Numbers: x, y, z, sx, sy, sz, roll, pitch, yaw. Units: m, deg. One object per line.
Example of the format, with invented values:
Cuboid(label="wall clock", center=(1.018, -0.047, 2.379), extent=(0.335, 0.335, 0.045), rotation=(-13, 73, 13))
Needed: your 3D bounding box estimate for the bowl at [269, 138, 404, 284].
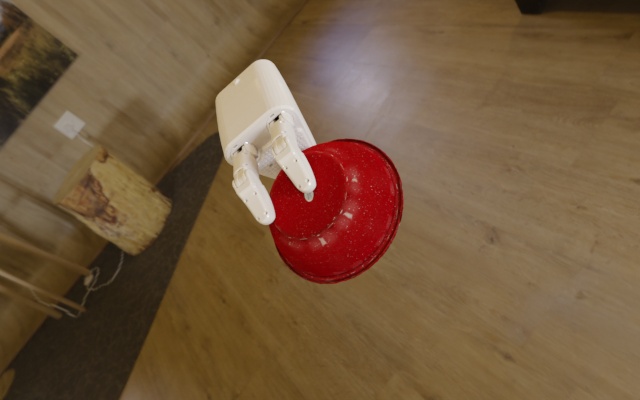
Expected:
Cuboid(label="bowl", center=(0.001, 0.002, 0.490), extent=(0.162, 0.162, 0.055), rotation=(0, -17, 33))
